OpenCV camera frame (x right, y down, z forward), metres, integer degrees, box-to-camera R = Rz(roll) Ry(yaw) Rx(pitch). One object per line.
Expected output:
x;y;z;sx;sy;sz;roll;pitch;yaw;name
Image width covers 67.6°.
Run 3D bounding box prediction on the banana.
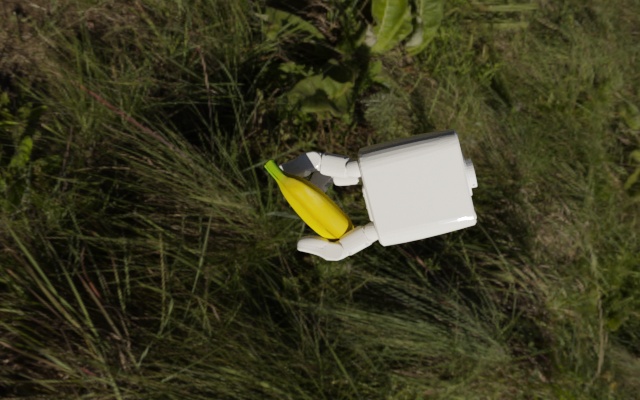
0.006;0.015;0.559;0.037;0.069;0.198;-33;-33;8;banana
